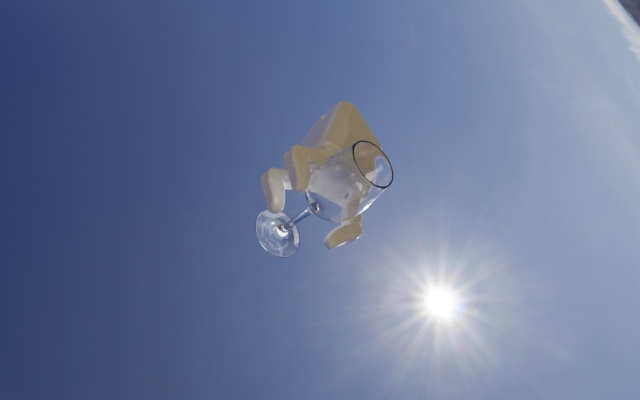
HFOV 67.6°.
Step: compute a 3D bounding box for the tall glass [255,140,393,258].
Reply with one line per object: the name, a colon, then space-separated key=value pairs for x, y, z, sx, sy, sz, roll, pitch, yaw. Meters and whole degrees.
tall glass: x=0.000 y=0.002 z=0.602 sx=0.079 sy=0.079 sz=0.201 roll=0 pitch=-26 yaw=-42
